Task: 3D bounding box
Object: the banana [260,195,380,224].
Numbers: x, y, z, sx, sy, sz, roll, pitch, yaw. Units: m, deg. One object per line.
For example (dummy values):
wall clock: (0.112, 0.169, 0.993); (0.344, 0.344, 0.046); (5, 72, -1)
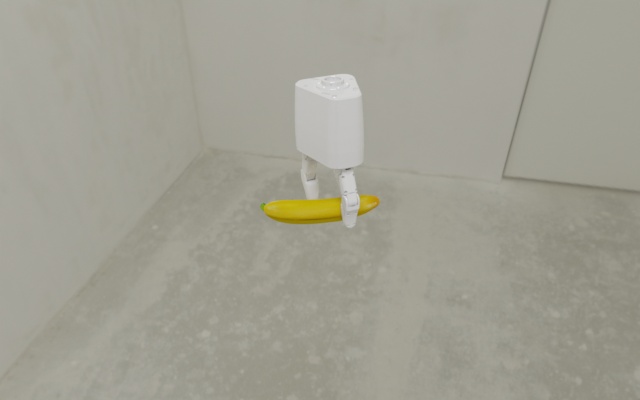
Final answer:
banana: (-0.005, 0.011, 0.755); (0.198, 0.037, 0.069); (-1, 27, 6)
